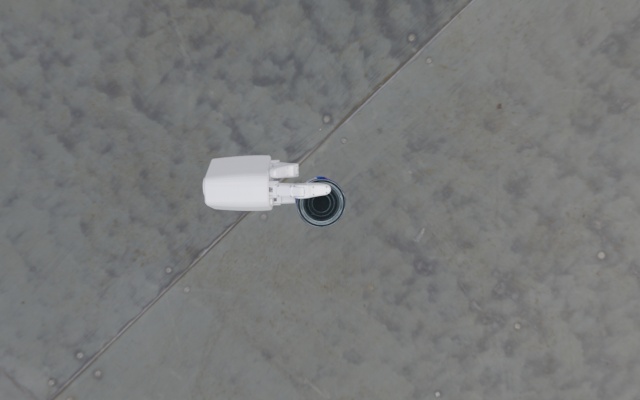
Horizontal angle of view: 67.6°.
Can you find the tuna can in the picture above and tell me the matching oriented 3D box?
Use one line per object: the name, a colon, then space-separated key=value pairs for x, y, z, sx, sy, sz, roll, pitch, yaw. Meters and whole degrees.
tuna can: x=0.000 y=0.003 z=0.816 sx=0.086 sy=0.086 sz=0.033 roll=0 pitch=8 yaw=-6
